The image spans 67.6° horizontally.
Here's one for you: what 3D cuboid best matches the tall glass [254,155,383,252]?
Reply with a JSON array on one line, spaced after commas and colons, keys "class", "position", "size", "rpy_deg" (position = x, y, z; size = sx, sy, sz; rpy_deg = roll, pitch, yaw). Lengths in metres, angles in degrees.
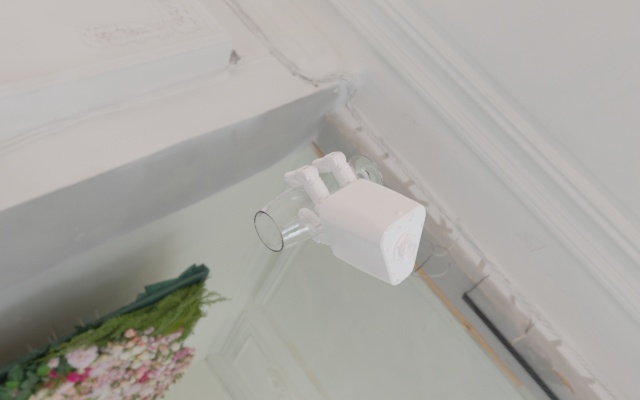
[{"class": "tall glass", "position": [0.001, 0.002, 0.701], "size": [0.201, 0.079, 0.079], "rpy_deg": [-29, 18, -35]}]
